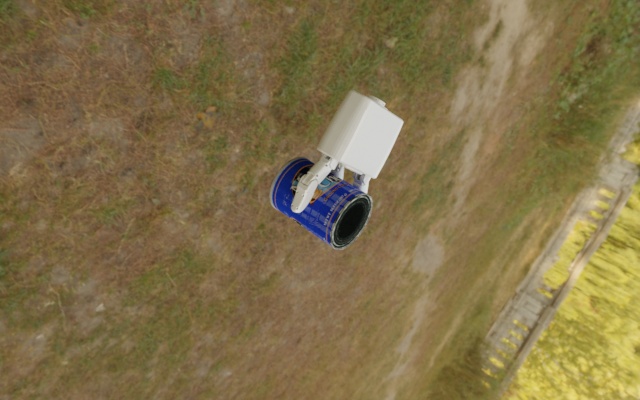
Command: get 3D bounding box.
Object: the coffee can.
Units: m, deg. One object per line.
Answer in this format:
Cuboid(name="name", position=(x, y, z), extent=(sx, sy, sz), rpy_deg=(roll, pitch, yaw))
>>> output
Cuboid(name="coffee can", position=(0.000, 0.003, 0.789), extent=(0.140, 0.103, 0.103), rpy_deg=(32, 17, 30))
